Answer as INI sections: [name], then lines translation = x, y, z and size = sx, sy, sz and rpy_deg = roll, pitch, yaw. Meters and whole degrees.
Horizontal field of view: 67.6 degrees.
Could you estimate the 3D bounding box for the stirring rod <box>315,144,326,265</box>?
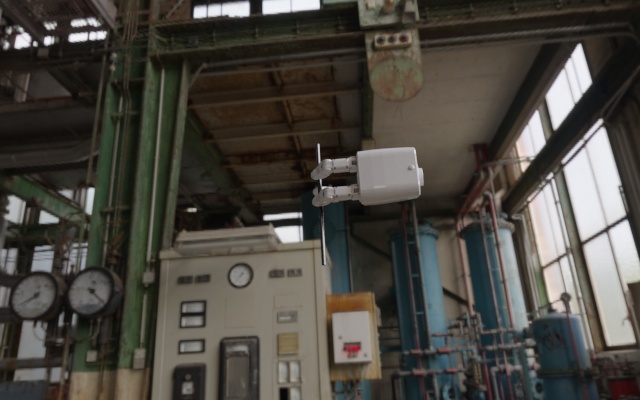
[stirring rod]
translation = 0.000, 0.003, 0.897
size = 0.011, 0.239, 0.011
rpy_deg = -3, -20, -1
